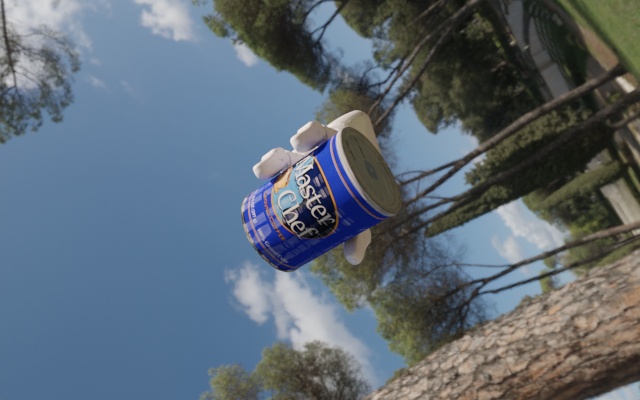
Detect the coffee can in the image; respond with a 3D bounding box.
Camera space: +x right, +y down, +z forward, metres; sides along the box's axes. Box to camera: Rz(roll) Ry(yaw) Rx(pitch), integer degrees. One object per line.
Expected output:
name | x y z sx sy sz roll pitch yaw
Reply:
coffee can | 0.000 0.002 0.514 0.140 0.102 0.103 -32 -16 26
